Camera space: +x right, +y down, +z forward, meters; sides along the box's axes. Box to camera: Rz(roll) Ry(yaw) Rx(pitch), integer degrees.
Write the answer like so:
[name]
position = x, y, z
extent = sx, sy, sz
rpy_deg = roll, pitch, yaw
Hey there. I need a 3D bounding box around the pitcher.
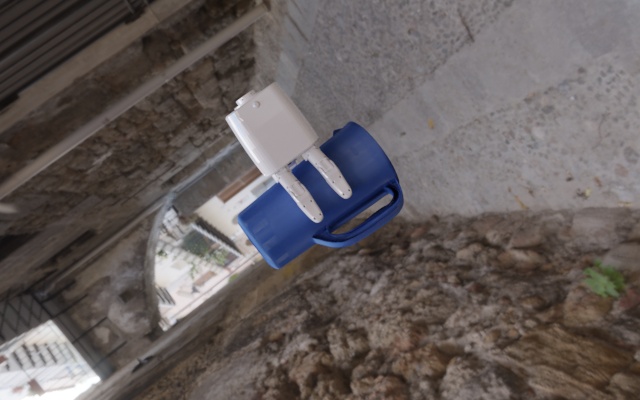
[pitcher]
position = 0.000, 0.002, 0.749
extent = 0.243, 0.145, 0.149
rpy_deg = -37, 14, -6
